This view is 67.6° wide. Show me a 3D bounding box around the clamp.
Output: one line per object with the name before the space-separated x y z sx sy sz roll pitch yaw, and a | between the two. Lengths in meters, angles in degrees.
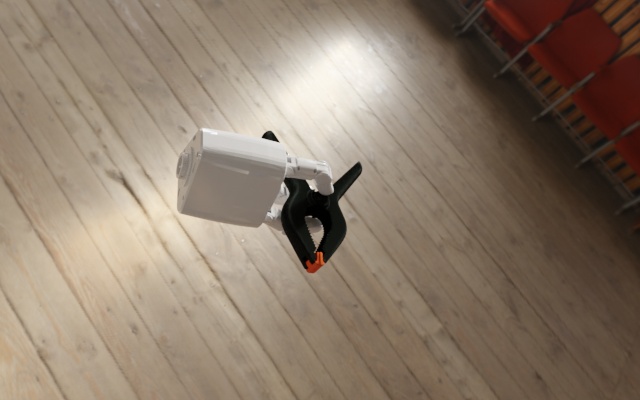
clamp | 0.000 0.002 0.663 0.164 0.209 0.036 10 -36 -27
